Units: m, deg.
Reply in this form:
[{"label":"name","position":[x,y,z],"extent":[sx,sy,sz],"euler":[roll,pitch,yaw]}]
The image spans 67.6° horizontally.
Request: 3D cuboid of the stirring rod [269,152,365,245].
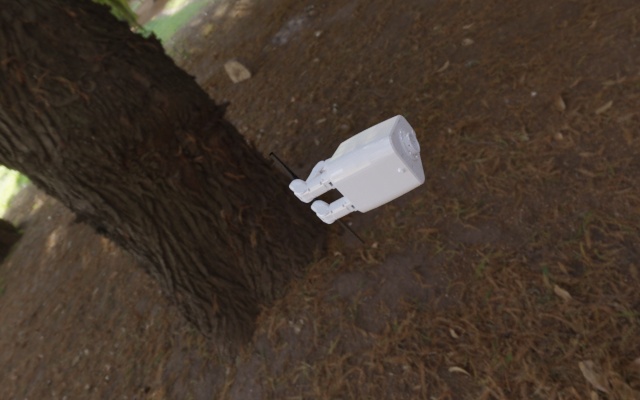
[{"label":"stirring rod","position":[0.000,0.003,0.779],"extent":[0.011,0.011,0.240],"euler":[0,-37,51]}]
